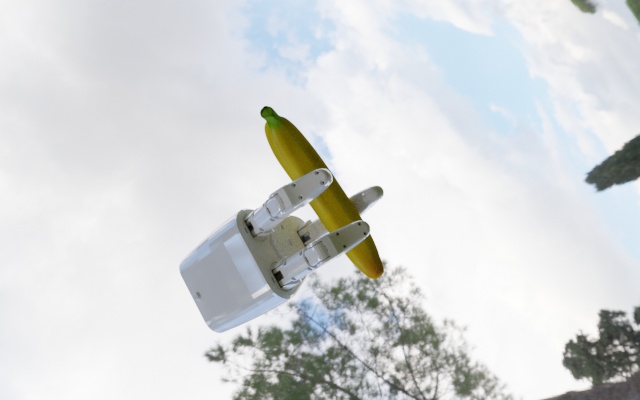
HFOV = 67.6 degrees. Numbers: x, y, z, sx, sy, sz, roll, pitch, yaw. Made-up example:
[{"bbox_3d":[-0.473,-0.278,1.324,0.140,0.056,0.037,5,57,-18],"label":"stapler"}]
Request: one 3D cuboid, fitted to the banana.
[{"bbox_3d":[-0.001,-0.008,0.470,0.037,0.198,0.069,-33,15,14],"label":"banana"}]
